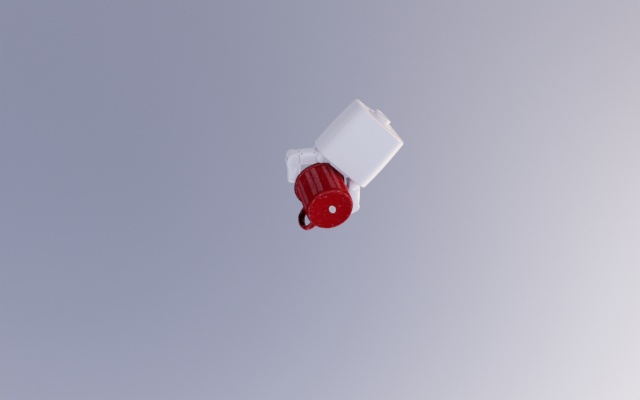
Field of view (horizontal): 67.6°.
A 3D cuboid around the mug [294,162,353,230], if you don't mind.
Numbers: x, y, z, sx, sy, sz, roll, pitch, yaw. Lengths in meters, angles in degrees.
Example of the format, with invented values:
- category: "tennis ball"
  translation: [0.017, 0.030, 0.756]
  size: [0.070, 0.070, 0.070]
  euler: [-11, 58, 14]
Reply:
- category: "mug"
  translation: [-0.001, 0.004, 0.826]
  size: [0.093, 0.117, 0.081]
  euler: [30, 21, -31]
